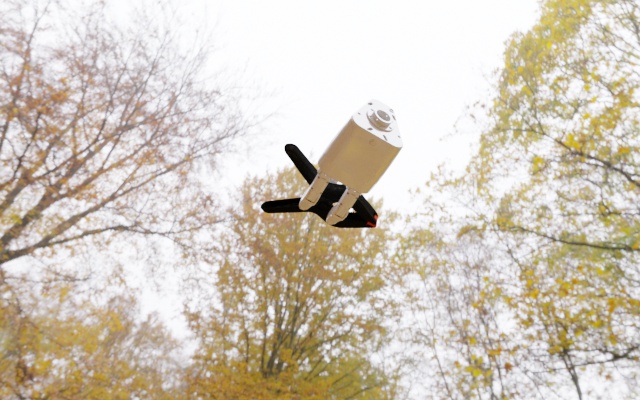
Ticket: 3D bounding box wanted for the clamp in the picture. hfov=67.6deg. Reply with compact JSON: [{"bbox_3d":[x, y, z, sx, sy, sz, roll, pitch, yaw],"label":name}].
[{"bbox_3d":[0.001,0.002,0.845,0.210,0.036,0.165,28,-46,-10],"label":"clamp"}]
